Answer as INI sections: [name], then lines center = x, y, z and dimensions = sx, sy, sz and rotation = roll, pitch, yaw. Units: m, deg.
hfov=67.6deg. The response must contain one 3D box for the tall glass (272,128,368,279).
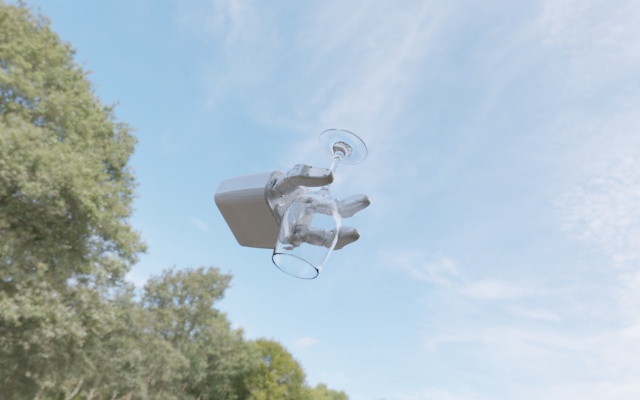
[tall glass]
center = 0.000, 0.001, 0.633
dimensions = 0.079, 0.201, 0.079
rotation = 15, -32, 10
